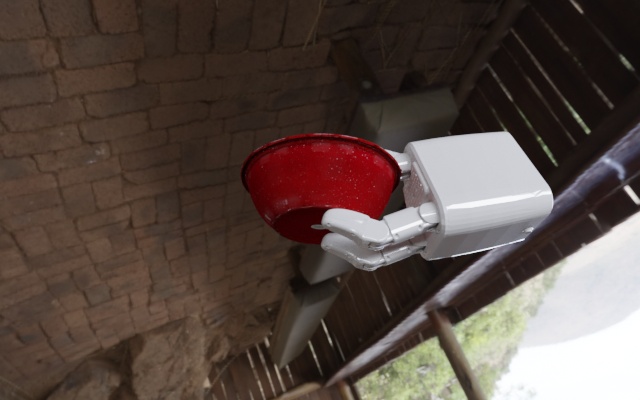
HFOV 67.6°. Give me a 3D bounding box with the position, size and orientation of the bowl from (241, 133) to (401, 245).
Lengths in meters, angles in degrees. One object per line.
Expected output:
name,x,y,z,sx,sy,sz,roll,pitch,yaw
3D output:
bowl,-0.001,0.002,0.472,0.162,0.055,0.162,1,-27,0
